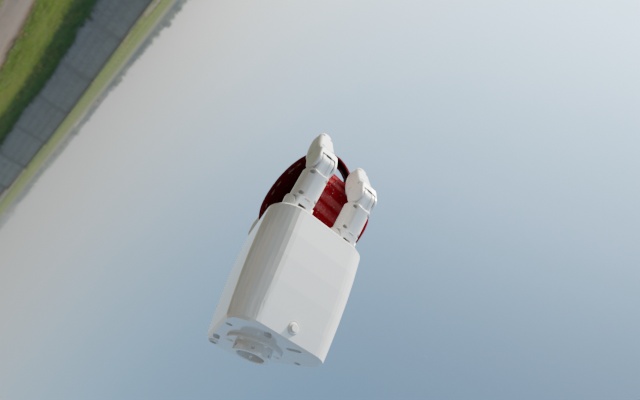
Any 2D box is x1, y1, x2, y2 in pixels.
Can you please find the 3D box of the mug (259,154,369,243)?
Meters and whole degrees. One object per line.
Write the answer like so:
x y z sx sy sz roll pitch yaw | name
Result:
0.001 0.001 0.508 0.081 0.117 0.093 40 -37 -25 | mug
